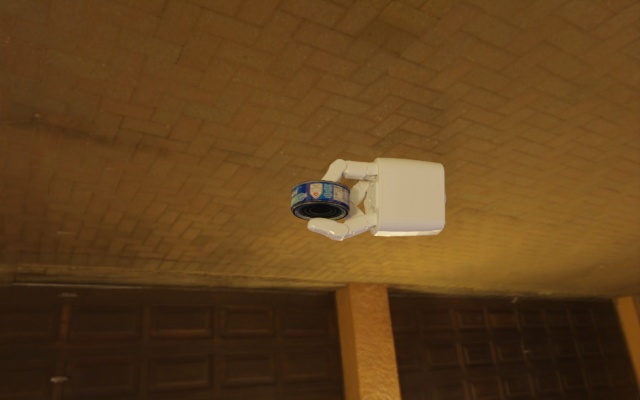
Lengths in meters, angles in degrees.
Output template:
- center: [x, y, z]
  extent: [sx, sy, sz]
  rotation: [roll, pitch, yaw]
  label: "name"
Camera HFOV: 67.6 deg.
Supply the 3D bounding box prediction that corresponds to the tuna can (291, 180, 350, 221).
- center: [0.000, 0.003, 0.688]
  extent: [0.086, 0.033, 0.086]
  rotation: [1, -21, 0]
  label: "tuna can"
